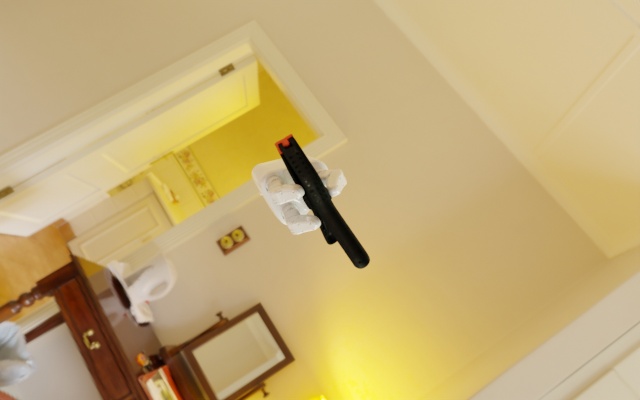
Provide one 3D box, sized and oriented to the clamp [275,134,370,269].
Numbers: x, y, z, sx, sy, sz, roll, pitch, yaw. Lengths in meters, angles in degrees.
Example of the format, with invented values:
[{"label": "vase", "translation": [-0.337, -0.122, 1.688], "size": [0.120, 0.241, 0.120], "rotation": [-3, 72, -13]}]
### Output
[{"label": "clamp", "translation": [0.000, 0.001, 0.698], "size": [0.036, 0.210, 0.164], "rotation": [-32, 21, -9]}]
